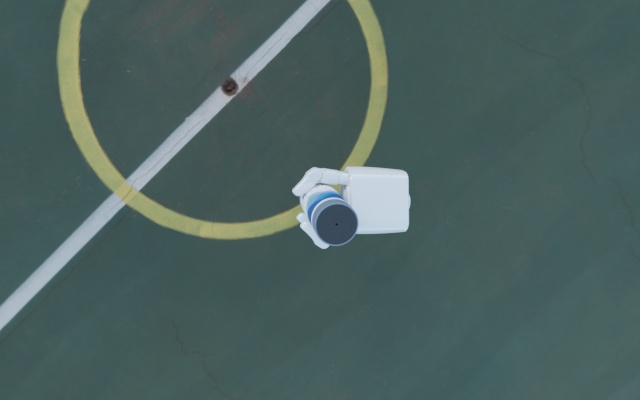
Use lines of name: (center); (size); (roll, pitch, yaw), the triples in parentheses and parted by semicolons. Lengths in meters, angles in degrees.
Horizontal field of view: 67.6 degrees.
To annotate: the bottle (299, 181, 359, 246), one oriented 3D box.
bottle: (0.000, 0.003, 0.840); (0.069, 0.069, 0.295); (0, 13, -10)
